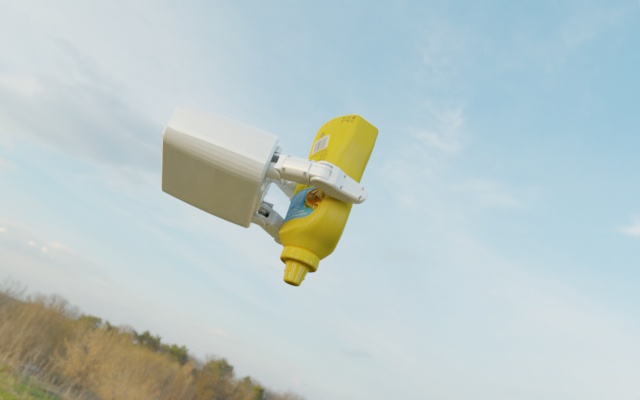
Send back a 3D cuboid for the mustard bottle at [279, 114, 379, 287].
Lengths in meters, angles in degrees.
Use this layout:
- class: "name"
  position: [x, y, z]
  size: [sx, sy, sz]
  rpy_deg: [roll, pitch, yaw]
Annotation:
- class: "mustard bottle"
  position: [0.000, 0.002, 0.521]
  size: [0.058, 0.191, 0.096]
  rpy_deg: [32, -26, -24]
